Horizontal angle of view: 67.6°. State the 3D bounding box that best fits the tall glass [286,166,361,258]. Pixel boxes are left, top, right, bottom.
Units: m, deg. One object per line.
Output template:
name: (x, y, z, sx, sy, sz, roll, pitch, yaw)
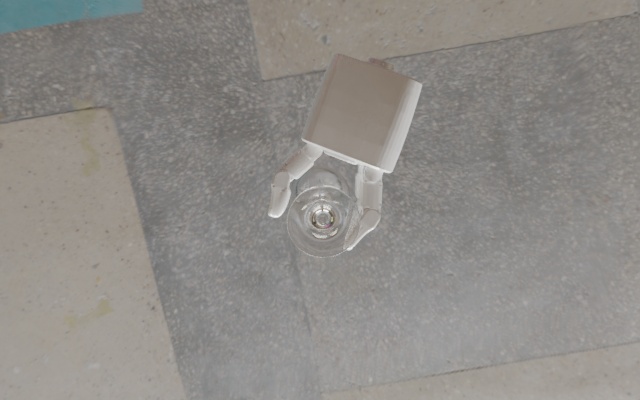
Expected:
tall glass: (0.000, 0.002, 0.573, 0.079, 0.079, 0.201, 0, 11, -2)
